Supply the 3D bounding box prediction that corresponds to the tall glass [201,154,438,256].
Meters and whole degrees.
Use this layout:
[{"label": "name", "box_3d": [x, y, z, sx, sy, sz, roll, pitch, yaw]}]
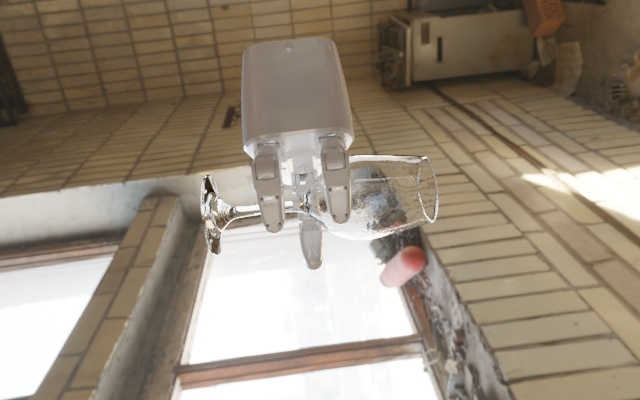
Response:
[{"label": "tall glass", "box_3d": [-0.001, 0.002, 0.435, 0.201, 0.079, 0.079, -7, 0, -1]}]
